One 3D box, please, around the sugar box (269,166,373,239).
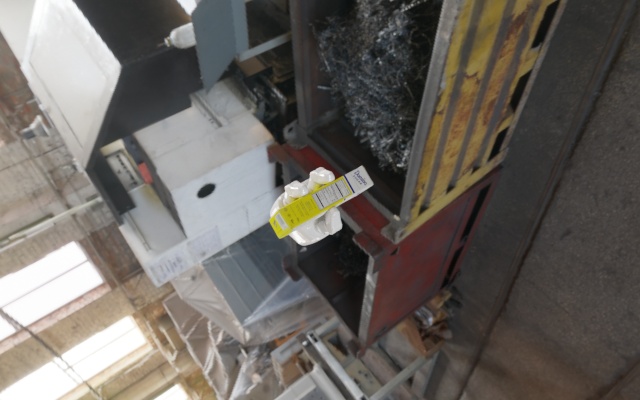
[{"bbox_3d":[0.000,0.002,0.850,0.176,0.048,0.093,-31,-2,-21],"label":"sugar box"}]
